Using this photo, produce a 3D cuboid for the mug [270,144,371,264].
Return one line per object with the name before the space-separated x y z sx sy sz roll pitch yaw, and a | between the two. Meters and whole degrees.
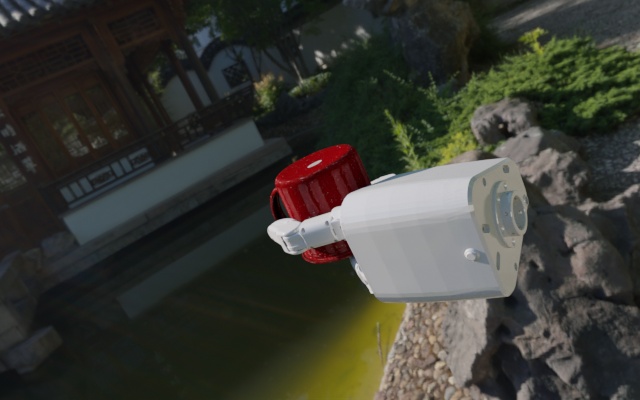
mug | -0.001 0.001 0.456 0.117 0.081 0.093 -11 22 38
